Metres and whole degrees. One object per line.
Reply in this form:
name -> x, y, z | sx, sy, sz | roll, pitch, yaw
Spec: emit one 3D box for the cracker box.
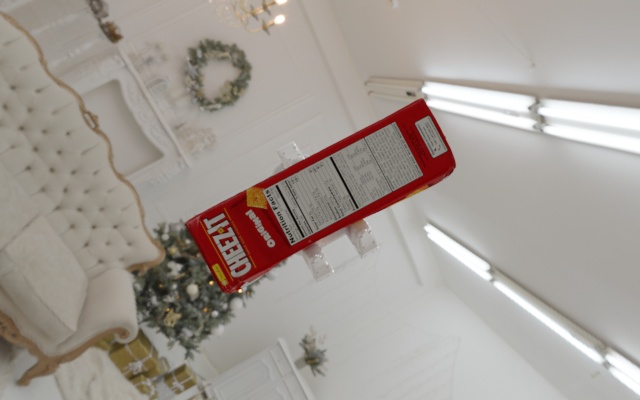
cracker box -> 0.000, 0.001, 0.447 | 0.213, 0.072, 0.164 | -28, -2, -5
